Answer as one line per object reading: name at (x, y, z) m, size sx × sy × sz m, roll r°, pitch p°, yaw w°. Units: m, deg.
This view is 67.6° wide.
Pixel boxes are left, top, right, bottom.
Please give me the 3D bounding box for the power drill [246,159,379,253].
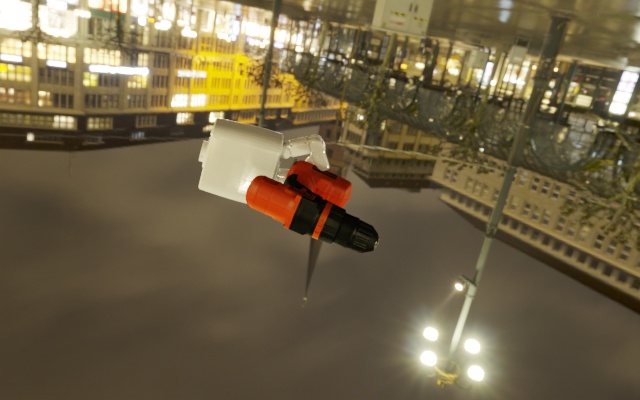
power drill at (0.000, 0.002, 0.689) m, size 0.184 × 0.057 × 0.187 m, roll 25°, pitch 15°, yaw 1°
